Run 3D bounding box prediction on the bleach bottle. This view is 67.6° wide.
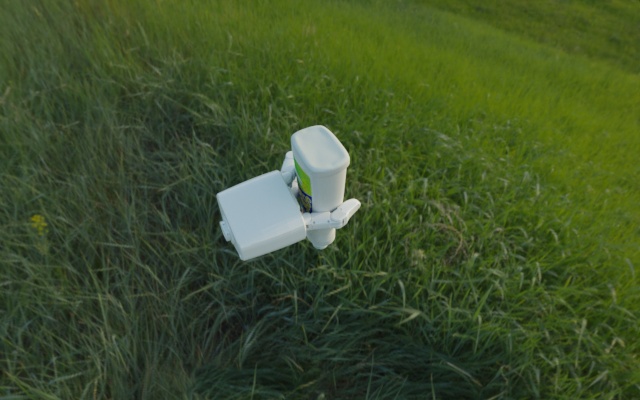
[{"bbox_3d":[0.000,0.002,0.789,0.068,0.102,0.251,-21,-39,-15],"label":"bleach bottle"}]
